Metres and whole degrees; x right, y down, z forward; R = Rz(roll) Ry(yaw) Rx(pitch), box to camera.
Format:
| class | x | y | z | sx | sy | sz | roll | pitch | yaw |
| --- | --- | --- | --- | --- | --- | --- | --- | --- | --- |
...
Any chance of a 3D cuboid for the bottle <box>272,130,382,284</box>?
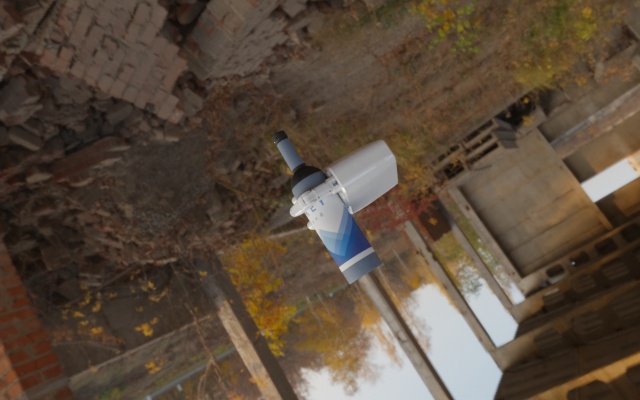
| class | x | y | z | sx | sy | sz | roll | pitch | yaw |
| --- | --- | --- | --- | --- | --- | --- | --- | --- | --- |
| bottle | 0.000 | 0.003 | 0.838 | 0.069 | 0.295 | 0.069 | -31 | -11 | -7 |
